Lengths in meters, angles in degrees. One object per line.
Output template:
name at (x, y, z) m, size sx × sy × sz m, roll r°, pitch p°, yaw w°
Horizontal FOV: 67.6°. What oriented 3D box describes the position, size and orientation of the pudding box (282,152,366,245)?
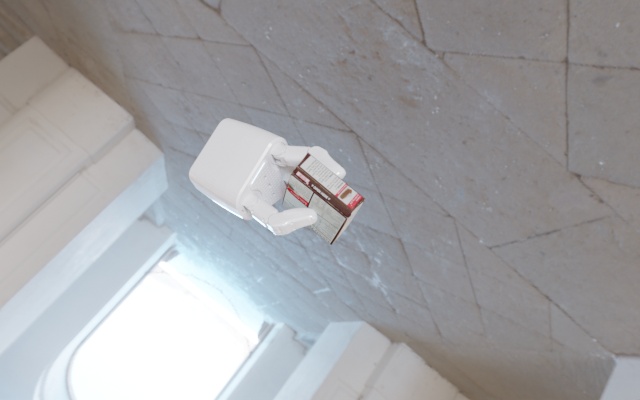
pudding box at (0.000, 0.002, 0.603) m, size 0.090 × 0.039 × 0.113 m, roll 39°, pitch -21°, yaw 6°
